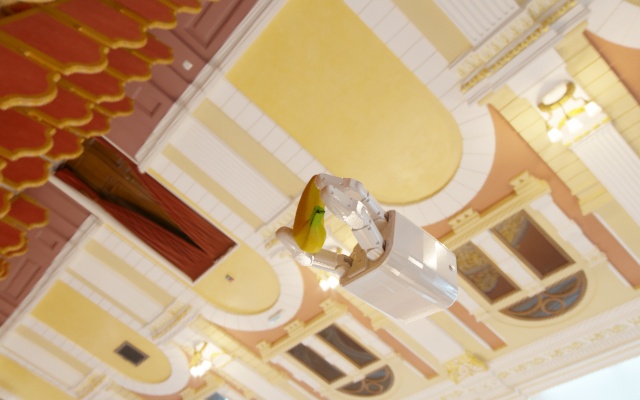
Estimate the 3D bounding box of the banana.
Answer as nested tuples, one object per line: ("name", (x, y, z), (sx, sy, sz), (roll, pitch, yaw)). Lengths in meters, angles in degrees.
("banana", (-0.008, 0.019, 0.583), (0.037, 0.069, 0.197), (26, 12, -9))
